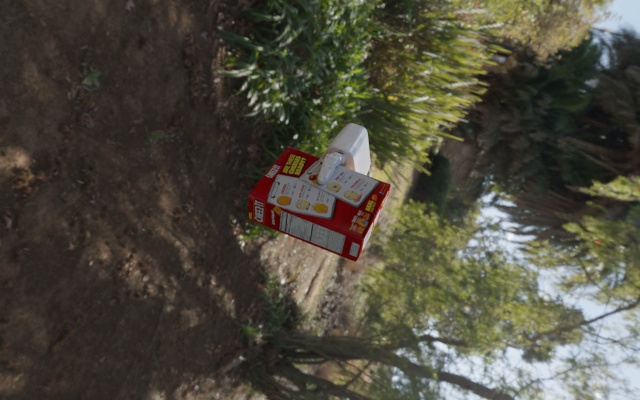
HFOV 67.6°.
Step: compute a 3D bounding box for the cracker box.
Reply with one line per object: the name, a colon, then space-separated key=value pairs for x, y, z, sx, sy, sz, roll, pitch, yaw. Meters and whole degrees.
cracker box: x=0.000 y=0.003 z=0.868 sx=0.213 sy=0.072 sz=0.164 roll=20 pitch=43 yaw=12
